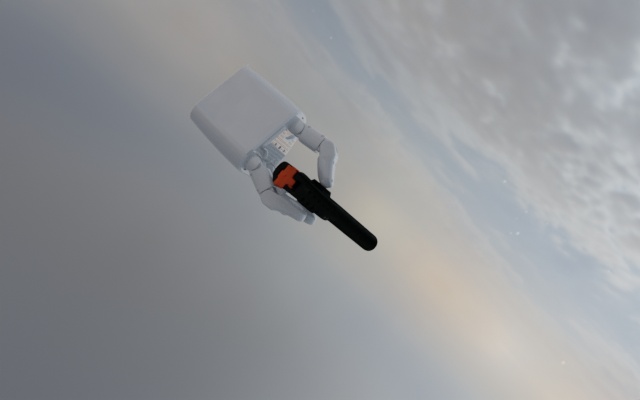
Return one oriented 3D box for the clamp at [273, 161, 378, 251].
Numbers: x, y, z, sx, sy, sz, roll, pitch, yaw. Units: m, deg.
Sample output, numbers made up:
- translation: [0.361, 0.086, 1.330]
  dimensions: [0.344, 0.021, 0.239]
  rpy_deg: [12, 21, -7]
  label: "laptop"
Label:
- translation: [0.000, 0.001, 0.610]
  dimensions: [0.164, 0.036, 0.210]
  rpy_deg: [41, 2, 15]
  label: "clamp"
